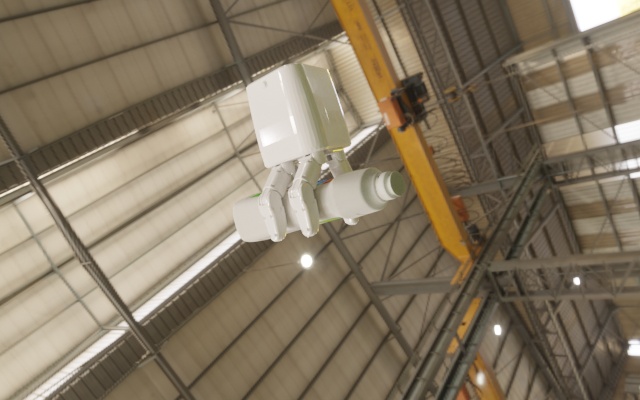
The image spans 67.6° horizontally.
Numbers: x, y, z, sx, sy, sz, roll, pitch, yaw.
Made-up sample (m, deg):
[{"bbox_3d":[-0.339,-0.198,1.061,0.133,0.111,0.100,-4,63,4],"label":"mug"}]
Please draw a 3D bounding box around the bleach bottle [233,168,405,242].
[{"bbox_3d":[0.000,0.002,0.607,0.251,0.068,0.102,-14,2,43],"label":"bleach bottle"}]
